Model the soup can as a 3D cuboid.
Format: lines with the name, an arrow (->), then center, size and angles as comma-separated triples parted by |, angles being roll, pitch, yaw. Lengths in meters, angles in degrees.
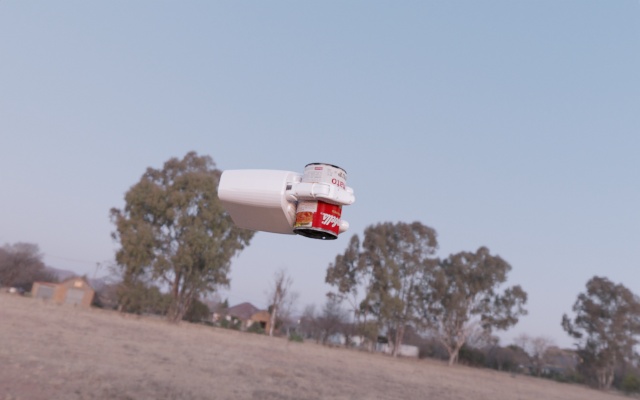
soup can -> 0.001, 0.002, 0.715 | 0.068, 0.102, 0.068 | 9, -16, 2
